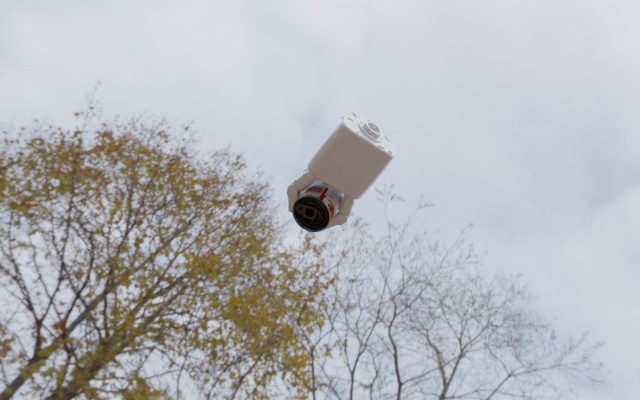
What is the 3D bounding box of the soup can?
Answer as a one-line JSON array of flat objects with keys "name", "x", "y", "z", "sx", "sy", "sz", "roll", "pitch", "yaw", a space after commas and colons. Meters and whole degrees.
[{"name": "soup can", "x": 0.000, "y": 0.003, "z": 0.847, "sx": 0.068, "sy": 0.068, "sz": 0.102, "roll": 0, "pitch": 25, "yaw": 21}]
